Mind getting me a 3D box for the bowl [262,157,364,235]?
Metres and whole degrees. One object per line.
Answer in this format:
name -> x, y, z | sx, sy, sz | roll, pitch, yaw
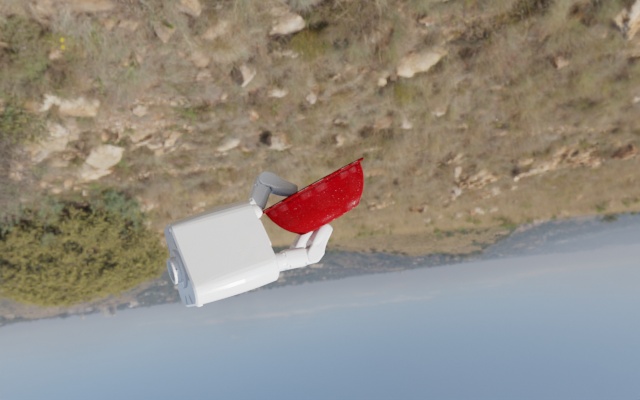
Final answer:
bowl -> 0.001, 0.002, 0.655 | 0.162, 0.055, 0.162 | -29, 1, 1
